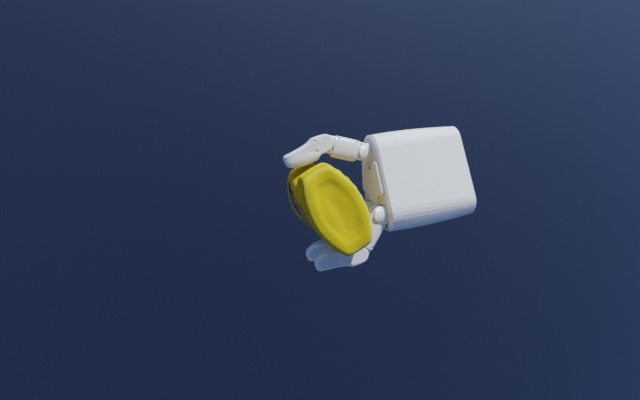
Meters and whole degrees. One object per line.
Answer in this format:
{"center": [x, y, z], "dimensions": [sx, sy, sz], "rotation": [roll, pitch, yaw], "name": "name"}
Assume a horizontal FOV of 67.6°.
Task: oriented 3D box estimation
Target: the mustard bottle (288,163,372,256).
{"center": [0.000, 0.002, 0.561], "dimensions": [0.058, 0.096, 0.191], "rotation": [-33, 11, -6], "name": "mustard bottle"}
